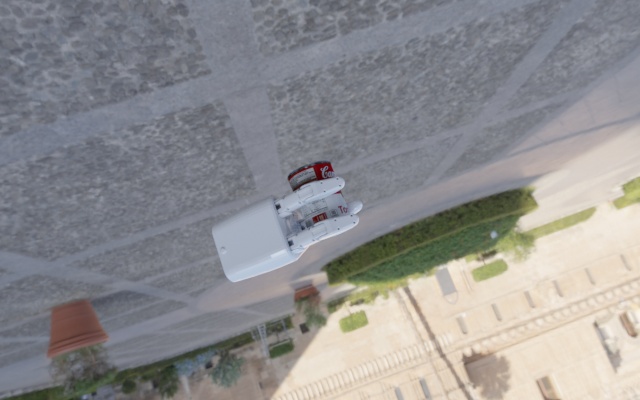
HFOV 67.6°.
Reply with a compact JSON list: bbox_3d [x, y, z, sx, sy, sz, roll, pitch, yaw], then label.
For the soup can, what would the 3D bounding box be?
[{"bbox_3d":[0.001,0.002,0.690,0.068,0.102,0.068,-19,-12,-4],"label":"soup can"}]
